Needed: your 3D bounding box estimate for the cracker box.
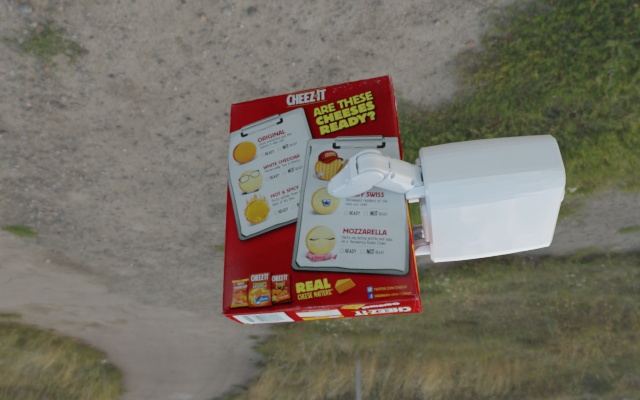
[{"bbox_3d":[0.000,0.002,0.448,0.164,0.213,0.072,-8,-25,11],"label":"cracker box"}]
